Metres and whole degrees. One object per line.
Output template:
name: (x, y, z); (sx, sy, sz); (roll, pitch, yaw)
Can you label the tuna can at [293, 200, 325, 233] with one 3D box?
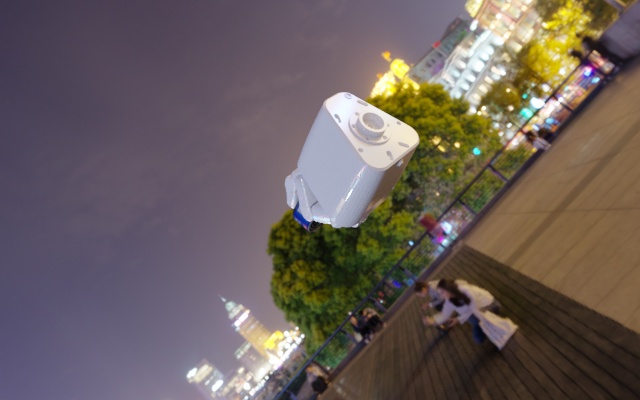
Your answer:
tuna can: (0.000, 0.002, 0.673); (0.033, 0.086, 0.086); (39, 11, 14)
